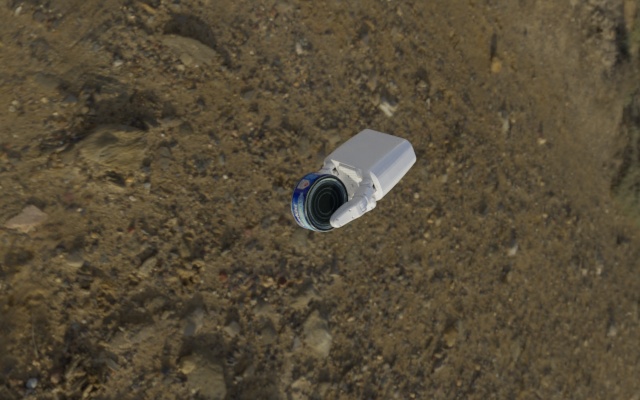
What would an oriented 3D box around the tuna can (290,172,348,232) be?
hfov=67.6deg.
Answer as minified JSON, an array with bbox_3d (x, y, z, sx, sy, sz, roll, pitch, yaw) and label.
[{"bbox_3d":[0.000,0.002,0.696,0.086,0.086,0.033,0,8,-41],"label":"tuna can"}]
